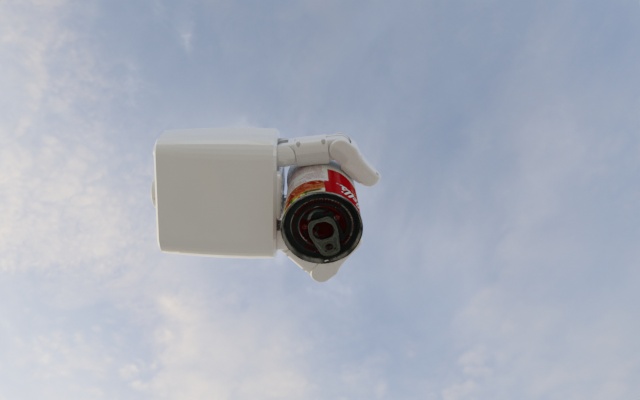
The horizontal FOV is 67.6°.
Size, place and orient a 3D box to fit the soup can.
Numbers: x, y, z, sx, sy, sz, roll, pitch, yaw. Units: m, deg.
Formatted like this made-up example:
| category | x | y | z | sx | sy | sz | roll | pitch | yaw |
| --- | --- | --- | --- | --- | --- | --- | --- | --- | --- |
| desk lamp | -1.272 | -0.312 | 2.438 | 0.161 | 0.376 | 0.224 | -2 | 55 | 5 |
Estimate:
| category | x | y | z | sx | sy | sz | roll | pitch | yaw |
| --- | --- | --- | --- | --- | --- | --- | --- | --- | --- |
| soup can | 0.001 | 0.001 | 0.436 | 0.068 | 0.068 | 0.102 | 0 | 27 | -1 |
